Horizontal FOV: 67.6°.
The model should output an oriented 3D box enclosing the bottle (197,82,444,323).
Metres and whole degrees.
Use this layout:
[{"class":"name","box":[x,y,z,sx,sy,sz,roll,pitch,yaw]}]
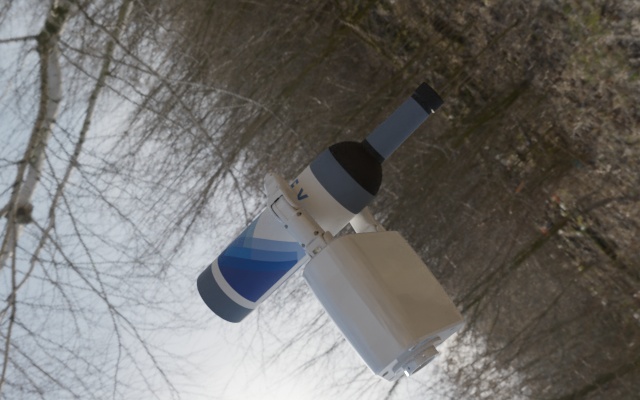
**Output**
[{"class":"bottle","box":[0.000,0.002,0.466,0.296,0.069,0.069,-44,-12,13]}]
